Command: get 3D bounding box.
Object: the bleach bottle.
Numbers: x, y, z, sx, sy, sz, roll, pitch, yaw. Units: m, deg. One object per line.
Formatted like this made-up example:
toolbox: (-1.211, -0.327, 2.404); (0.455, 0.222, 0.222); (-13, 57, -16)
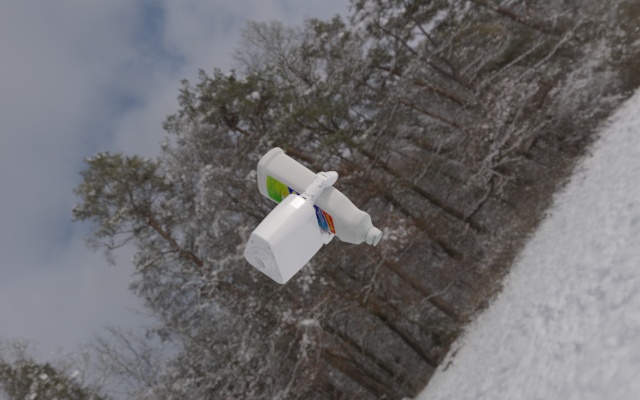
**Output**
bleach bottle: (0.000, 0.003, 0.872); (0.251, 0.103, 0.068); (30, 55, 20)
